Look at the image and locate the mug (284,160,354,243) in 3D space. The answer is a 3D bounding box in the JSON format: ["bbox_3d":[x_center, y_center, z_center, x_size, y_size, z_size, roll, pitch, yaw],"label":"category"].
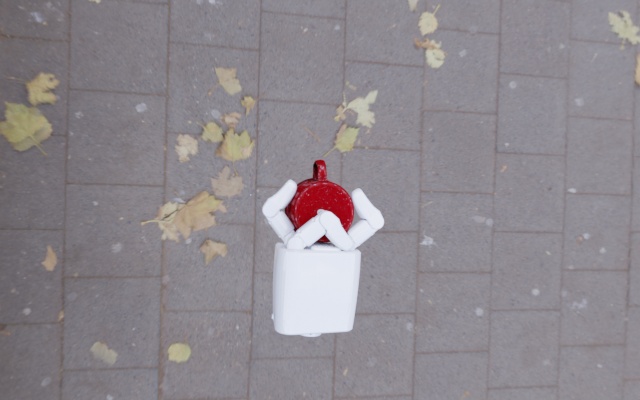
[{"bbox_3d":[0.000,0.001,0.659,0.093,0.117,0.081,2,1,-8],"label":"mug"}]
